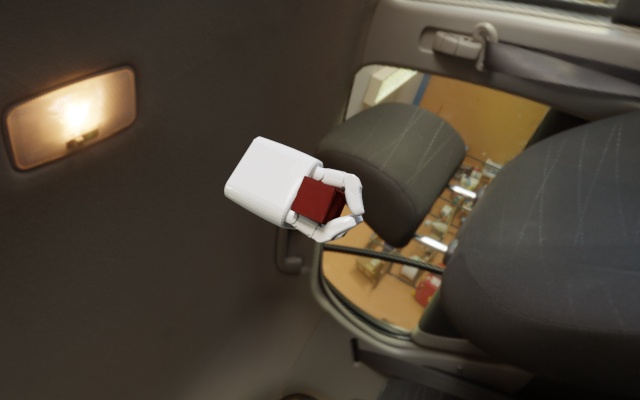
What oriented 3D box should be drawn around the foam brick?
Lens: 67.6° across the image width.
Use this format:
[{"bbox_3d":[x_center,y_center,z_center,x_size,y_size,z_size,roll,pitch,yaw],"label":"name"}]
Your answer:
[{"bbox_3d":[0.000,0.002,0.675,0.051,0.053,0.078,24,1,17],"label":"foam brick"}]
